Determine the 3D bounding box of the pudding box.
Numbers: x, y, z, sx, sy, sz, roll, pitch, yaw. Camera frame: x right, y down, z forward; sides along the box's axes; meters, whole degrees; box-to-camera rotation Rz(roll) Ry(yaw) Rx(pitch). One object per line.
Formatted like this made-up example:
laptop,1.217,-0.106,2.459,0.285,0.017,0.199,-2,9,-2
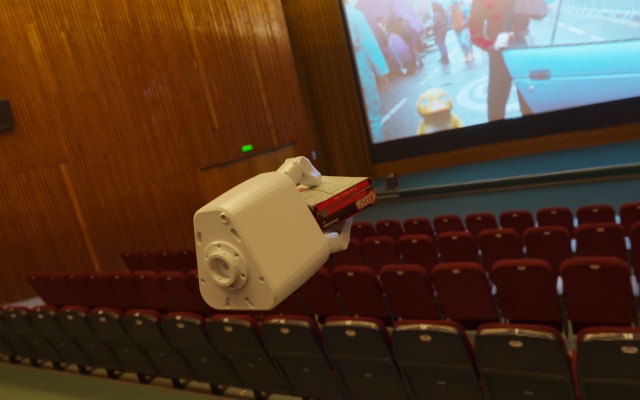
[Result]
pudding box,0.000,0.002,0.583,0.090,0.039,0.113,-25,18,-29
